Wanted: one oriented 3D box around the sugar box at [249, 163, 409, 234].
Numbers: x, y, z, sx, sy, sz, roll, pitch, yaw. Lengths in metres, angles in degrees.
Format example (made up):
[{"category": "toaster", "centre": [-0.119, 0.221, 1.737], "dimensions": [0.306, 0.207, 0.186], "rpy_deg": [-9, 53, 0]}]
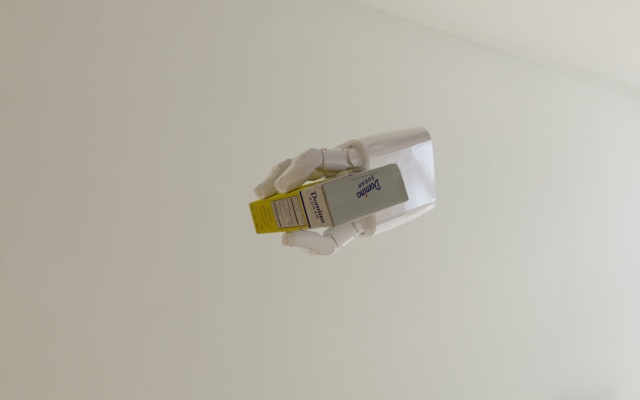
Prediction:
[{"category": "sugar box", "centre": [0.000, 0.001, 0.508], "dimensions": [0.093, 0.048, 0.176], "rpy_deg": [-18, 1, -31]}]
